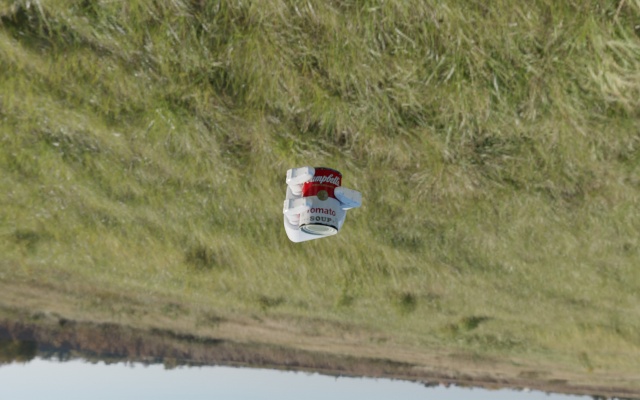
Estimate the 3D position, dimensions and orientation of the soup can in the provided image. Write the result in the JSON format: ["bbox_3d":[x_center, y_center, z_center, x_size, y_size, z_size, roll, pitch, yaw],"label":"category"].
[{"bbox_3d":[0.000,0.003,0.811,0.068,0.102,0.068,4,-19,1],"label":"soup can"}]
